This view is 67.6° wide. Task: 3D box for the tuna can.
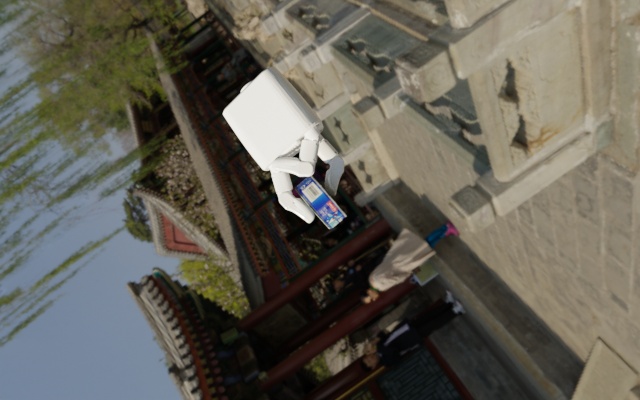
[{"bbox_3d":[0.000,0.003,0.727,0.034,0.086,0.086,-41,0,0],"label":"tuna can"}]
